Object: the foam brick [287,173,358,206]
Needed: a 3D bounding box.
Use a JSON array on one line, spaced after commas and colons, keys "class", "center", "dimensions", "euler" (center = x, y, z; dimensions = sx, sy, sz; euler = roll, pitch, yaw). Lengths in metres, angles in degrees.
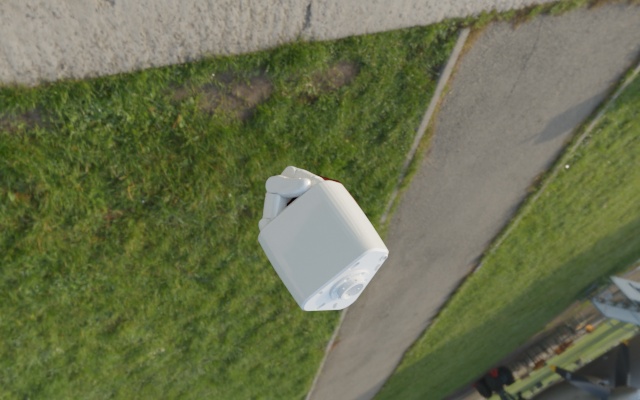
[{"class": "foam brick", "center": [0.000, 0.002, 0.627], "dimensions": [0.078, 0.053, 0.051], "euler": [13, 31, -50]}]
